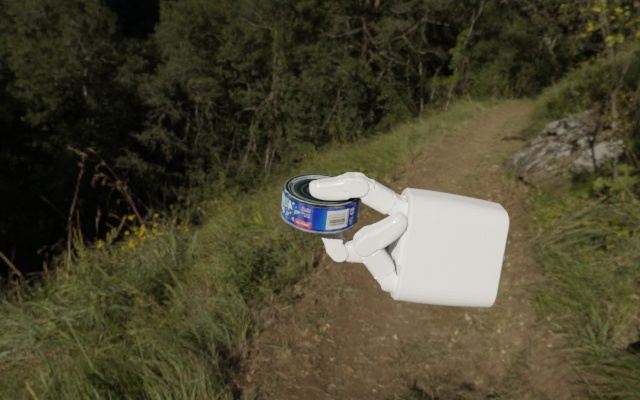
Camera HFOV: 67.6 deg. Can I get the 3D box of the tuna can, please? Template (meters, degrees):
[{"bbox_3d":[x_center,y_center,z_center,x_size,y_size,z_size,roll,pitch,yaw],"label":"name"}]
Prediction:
[{"bbox_3d":[0.000,0.001,0.523,0.086,0.034,0.086,5,25,-2],"label":"tuna can"}]
